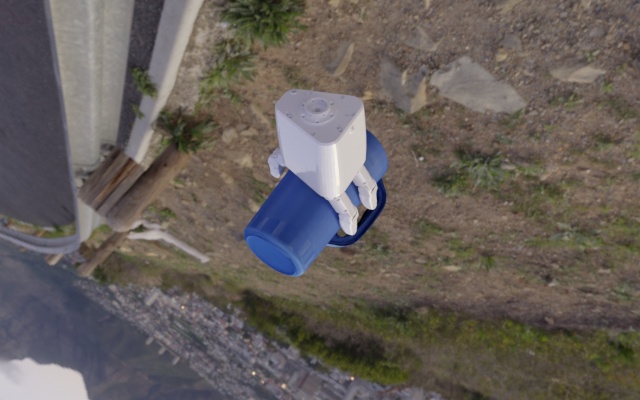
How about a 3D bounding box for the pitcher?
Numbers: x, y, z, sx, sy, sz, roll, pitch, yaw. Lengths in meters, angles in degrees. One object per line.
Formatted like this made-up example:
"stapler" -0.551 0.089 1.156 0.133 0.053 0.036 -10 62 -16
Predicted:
"pitcher" 0.000 0.002 0.748 0.149 0.242 0.145 26 -29 20
